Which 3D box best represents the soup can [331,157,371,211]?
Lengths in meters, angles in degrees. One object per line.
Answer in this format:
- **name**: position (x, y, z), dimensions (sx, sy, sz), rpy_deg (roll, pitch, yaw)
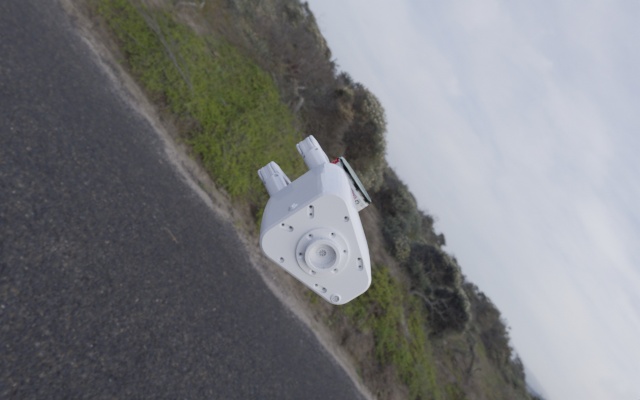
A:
- **soup can**: position (0.000, 0.002, 0.569), dimensions (0.102, 0.068, 0.068), rpy_deg (-33, -6, 9)
